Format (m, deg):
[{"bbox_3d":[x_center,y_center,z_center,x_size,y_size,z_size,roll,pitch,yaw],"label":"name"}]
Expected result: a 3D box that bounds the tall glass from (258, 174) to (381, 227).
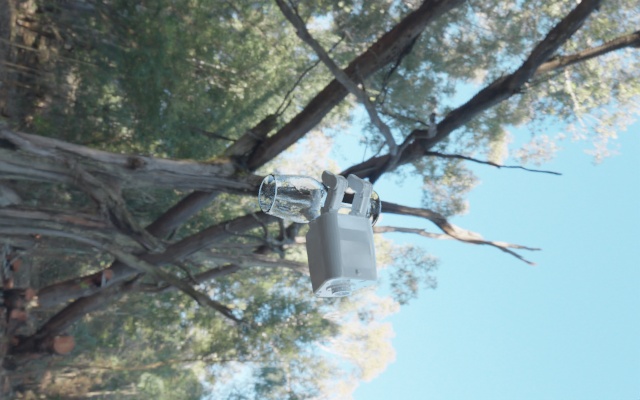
[{"bbox_3d":[0.001,0.003,0.799,0.201,0.079,0.079,10,-5,-31],"label":"tall glass"}]
